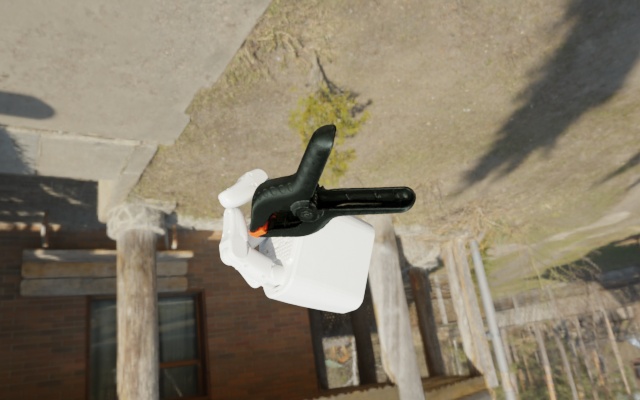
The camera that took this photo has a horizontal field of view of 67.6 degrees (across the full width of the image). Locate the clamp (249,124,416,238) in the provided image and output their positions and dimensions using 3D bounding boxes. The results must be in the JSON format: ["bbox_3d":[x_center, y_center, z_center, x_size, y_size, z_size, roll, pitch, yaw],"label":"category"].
[{"bbox_3d":[0.000,0.002,0.451,0.120,0.039,0.171,33,-39,-23],"label":"clamp"}]
